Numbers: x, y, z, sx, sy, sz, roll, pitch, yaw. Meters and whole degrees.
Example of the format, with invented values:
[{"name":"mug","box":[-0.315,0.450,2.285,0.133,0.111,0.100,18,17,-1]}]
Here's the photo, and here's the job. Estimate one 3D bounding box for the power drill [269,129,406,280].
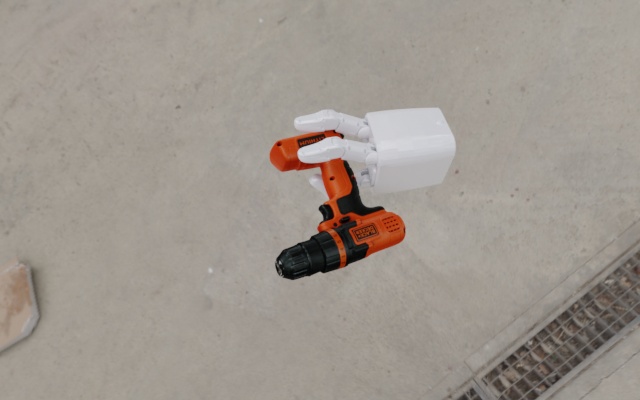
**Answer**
[{"name":"power drill","box":[0.000,0.002,0.636,0.184,0.187,0.057,-16,-21,-26]}]
